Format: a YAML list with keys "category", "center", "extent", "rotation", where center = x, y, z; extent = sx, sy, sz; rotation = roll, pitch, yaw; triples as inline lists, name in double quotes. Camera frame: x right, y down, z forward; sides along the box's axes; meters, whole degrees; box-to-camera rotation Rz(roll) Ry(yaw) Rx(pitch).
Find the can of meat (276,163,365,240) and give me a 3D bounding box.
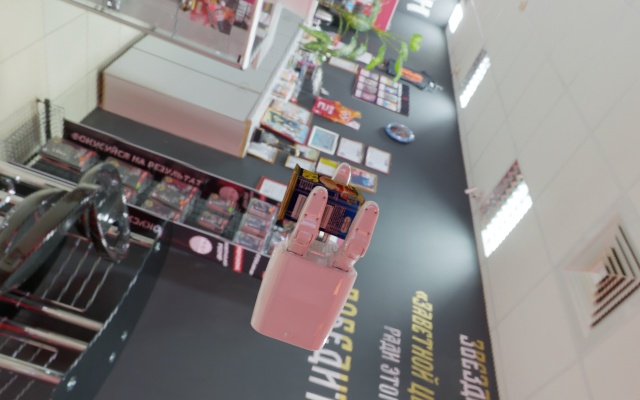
- category: "can of meat"
  center: [0.000, 0.002, 0.550]
  extent: [0.084, 0.057, 0.102]
  rotation: [20, 10, -5]
